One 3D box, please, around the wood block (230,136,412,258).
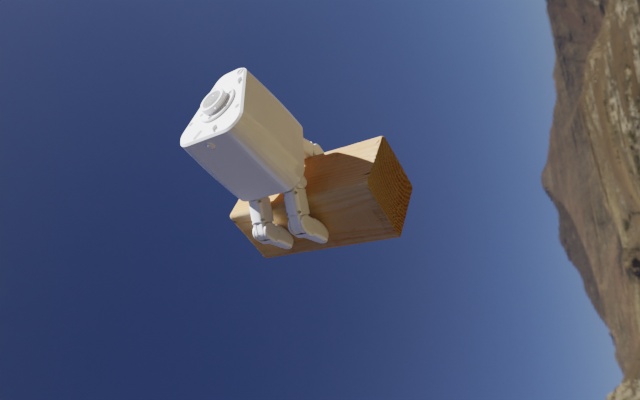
[{"bbox_3d":[0.000,0.002,0.611,0.206,0.090,0.090,-12,-52,34],"label":"wood block"}]
